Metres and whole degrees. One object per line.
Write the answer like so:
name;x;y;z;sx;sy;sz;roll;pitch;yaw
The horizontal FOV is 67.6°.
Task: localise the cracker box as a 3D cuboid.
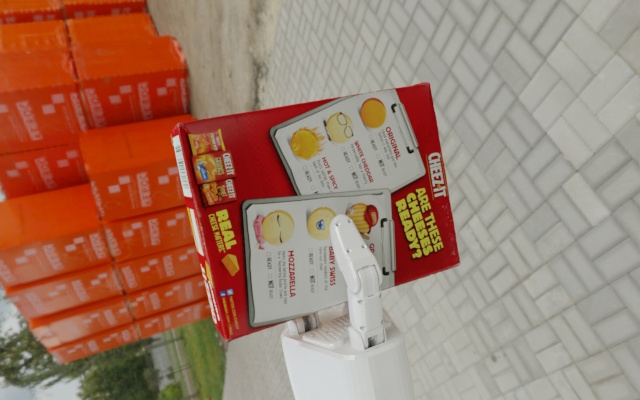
cracker box;0.000;0.001;0.403;0.213;0.164;0.072;-14;8;-21
